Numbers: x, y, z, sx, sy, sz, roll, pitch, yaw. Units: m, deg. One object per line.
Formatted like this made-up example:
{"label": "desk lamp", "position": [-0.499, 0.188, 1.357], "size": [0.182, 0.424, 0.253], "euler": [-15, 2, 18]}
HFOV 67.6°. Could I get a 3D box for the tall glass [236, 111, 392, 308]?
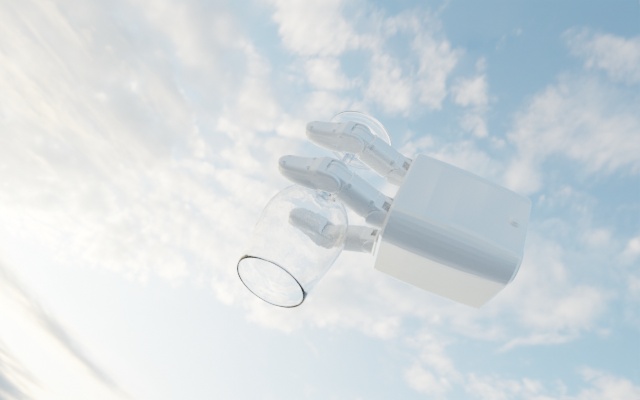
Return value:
{"label": "tall glass", "position": [0.000, 0.001, 0.442], "size": [0.079, 0.079, 0.201], "euler": [0, 40, 33]}
